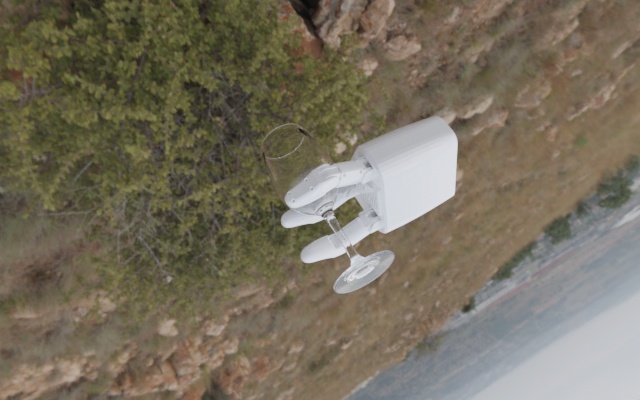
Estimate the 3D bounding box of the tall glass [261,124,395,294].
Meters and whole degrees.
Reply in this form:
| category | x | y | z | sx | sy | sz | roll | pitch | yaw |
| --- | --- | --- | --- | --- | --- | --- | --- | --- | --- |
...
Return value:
| category | x | y | z | sx | sy | sz | roll | pitch | yaw |
| --- | --- | --- | --- | --- | --- | --- | --- | --- | --- |
| tall glass | 0.000 | 0.002 | 0.546 | 0.079 | 0.201 | 0.079 | -25 | -29 | -15 |
